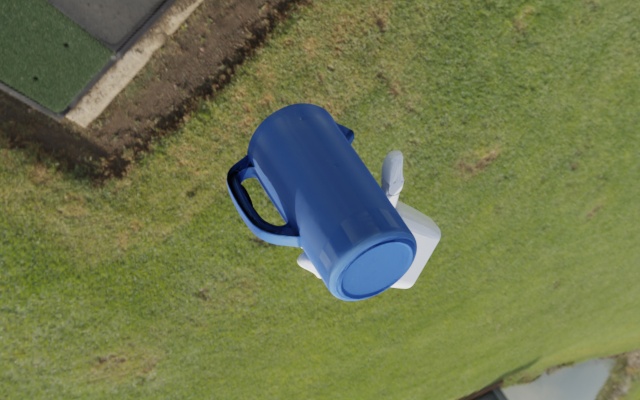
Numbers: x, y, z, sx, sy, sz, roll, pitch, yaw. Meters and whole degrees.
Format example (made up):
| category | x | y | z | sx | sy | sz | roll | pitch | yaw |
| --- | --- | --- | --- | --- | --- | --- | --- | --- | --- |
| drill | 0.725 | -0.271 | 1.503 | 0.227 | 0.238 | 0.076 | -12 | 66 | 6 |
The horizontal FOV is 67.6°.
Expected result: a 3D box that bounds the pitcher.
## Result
| category | x | y | z | sx | sy | sz | roll | pitch | yaw |
| --- | --- | --- | --- | --- | --- | --- | --- | --- | --- |
| pitcher | 0.000 | 0.002 | 0.578 | 0.145 | 0.149 | 0.242 | 23 | 25 | -44 |
